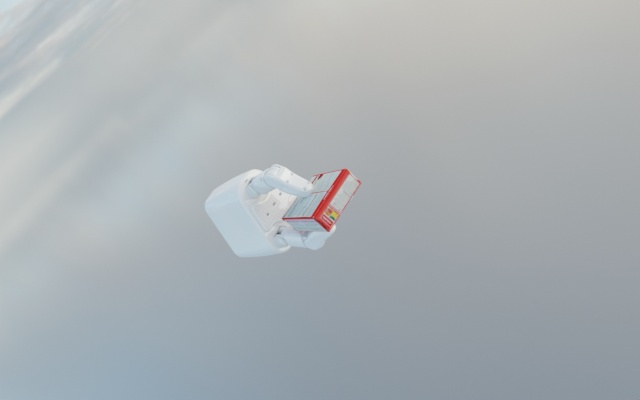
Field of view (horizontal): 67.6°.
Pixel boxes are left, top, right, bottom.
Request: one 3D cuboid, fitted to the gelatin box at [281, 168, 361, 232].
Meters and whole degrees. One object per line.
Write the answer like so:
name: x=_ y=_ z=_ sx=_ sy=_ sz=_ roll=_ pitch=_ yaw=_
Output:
gelatin box: x=0.000 y=0.002 z=0.577 sx=0.030 sy=0.073 sz=0.089 roll=42 pitch=-21 yaw=-20
